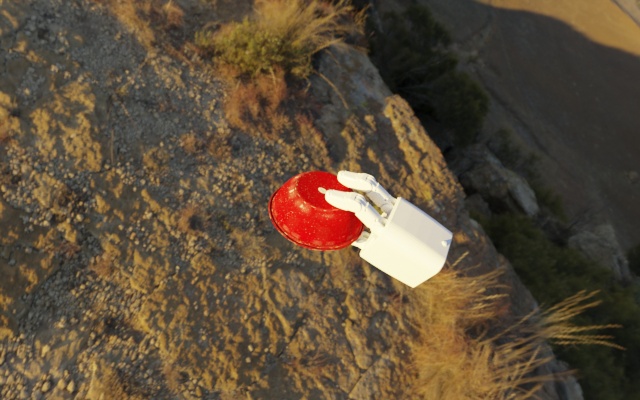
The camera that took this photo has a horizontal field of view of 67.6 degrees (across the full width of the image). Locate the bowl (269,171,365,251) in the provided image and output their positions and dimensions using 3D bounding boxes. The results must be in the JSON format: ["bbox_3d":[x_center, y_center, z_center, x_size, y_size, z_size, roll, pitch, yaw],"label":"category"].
[{"bbox_3d":[-0.001,0.002,0.768,0.162,0.055,0.162,9,43,-8],"label":"bowl"}]
